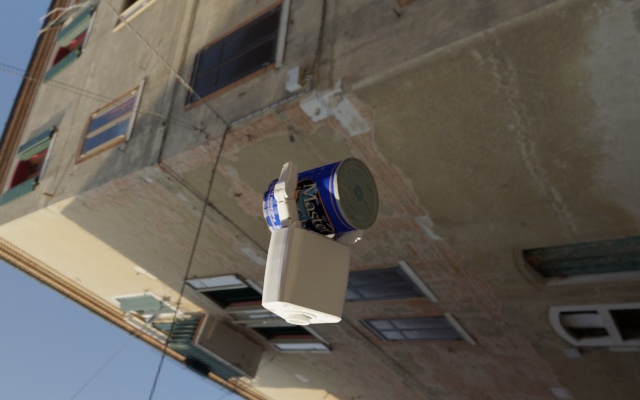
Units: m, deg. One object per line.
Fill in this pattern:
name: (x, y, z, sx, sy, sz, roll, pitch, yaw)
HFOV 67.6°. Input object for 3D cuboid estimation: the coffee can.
coffee can: (0.000, 0.002, 0.706, 0.140, 0.103, 0.103, -13, -8, 37)
